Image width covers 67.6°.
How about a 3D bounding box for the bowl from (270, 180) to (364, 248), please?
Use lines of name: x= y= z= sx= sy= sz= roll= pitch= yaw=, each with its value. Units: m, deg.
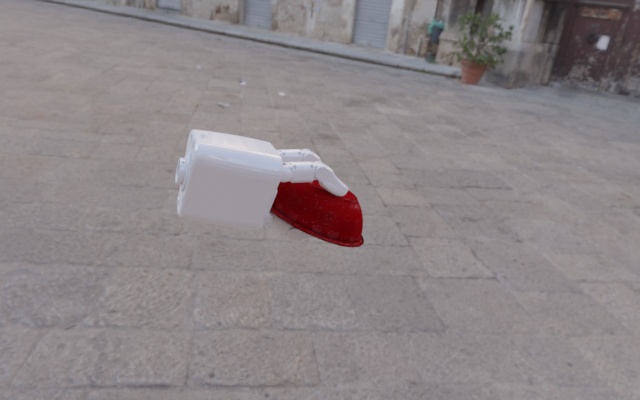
bowl: x=0.001 y=0.002 z=0.677 sx=0.162 sy=0.055 sz=0.162 roll=25 pitch=13 yaw=-6
